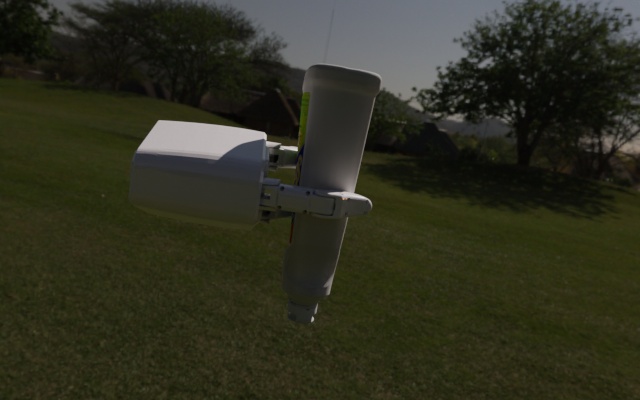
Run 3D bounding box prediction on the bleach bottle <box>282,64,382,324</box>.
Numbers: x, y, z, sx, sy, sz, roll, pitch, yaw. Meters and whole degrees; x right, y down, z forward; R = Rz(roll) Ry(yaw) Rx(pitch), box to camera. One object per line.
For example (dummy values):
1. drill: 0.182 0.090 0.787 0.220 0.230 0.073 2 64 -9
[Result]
1. bleach bottle: 0.000 0.001 0.470 0.068 0.251 0.102 8 9 -8
